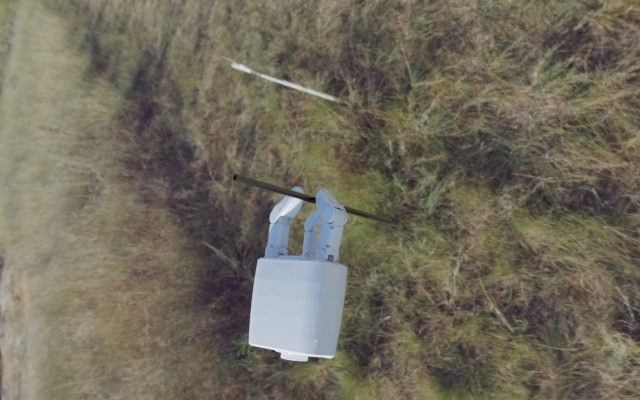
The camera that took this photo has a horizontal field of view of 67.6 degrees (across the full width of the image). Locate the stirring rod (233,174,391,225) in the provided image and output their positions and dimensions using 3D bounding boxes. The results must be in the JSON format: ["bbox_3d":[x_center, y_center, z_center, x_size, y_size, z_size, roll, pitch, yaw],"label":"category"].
[{"bbox_3d":[0.000,0.002,0.602,0.239,0.011,0.011,16,-9,-34],"label":"stirring rod"}]
